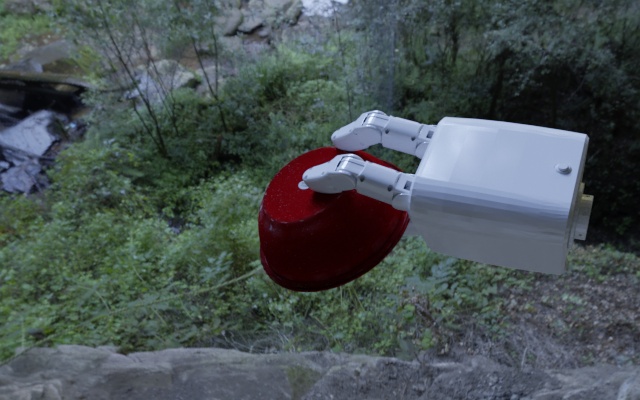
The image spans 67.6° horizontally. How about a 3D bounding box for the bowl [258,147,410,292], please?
[{"bbox_3d":[-0.001,0.001,0.441,0.162,0.162,0.055,0,-40,37],"label":"bowl"}]
